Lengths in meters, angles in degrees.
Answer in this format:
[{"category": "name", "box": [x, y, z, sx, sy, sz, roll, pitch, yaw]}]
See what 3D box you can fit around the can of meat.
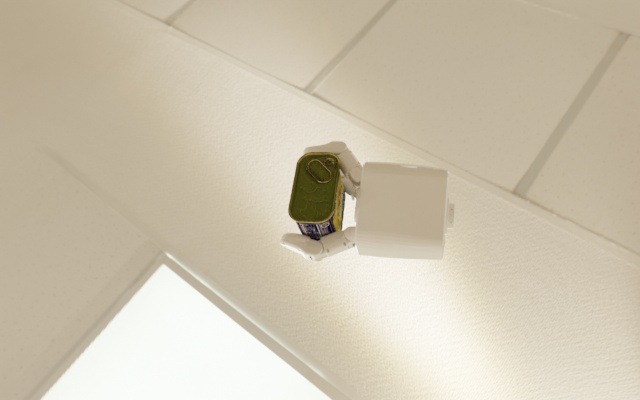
[{"category": "can of meat", "box": [0.000, 0.002, 0.624, 0.057, 0.102, 0.084, 1, -29, 13]}]
